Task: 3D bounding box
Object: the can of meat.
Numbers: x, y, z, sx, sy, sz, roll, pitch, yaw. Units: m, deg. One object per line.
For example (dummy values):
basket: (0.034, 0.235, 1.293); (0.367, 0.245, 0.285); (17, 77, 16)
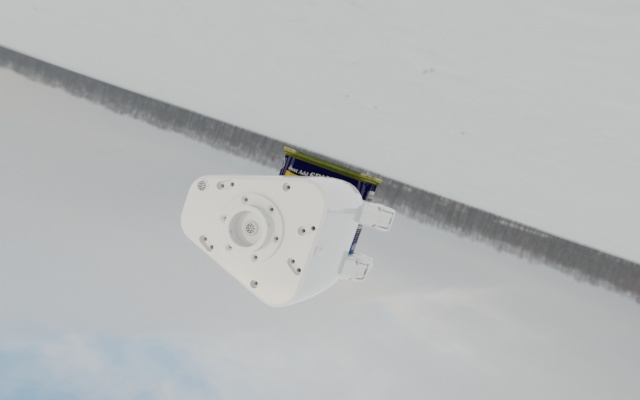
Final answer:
can of meat: (0.000, 0.002, 0.485); (0.102, 0.084, 0.057); (20, 4, 11)
